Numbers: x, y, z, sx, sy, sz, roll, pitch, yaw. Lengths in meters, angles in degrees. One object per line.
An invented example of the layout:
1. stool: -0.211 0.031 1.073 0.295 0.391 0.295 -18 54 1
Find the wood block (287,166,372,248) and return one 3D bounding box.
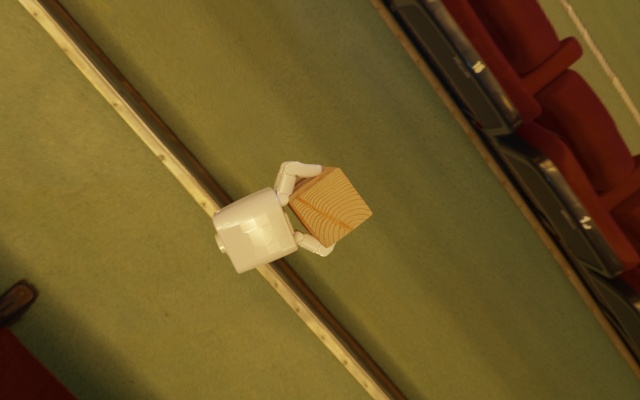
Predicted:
1. wood block: 0.000 0.003 0.801 0.090 0.091 0.206 -37 10 -5
